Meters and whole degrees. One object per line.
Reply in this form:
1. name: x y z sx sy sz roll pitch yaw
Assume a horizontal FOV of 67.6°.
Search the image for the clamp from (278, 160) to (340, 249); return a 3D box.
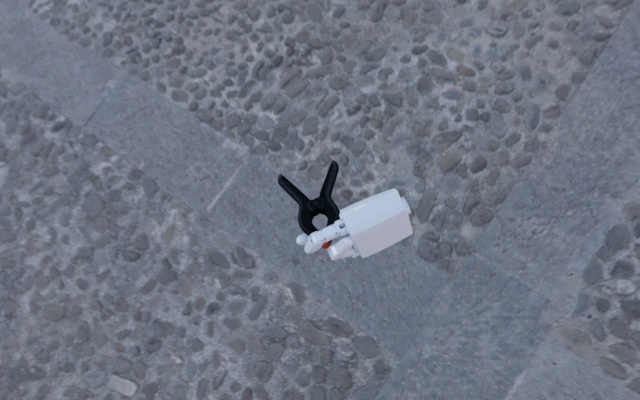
1. clamp: 0.000 0.003 0.897 0.120 0.171 0.039 -25 -21 3
